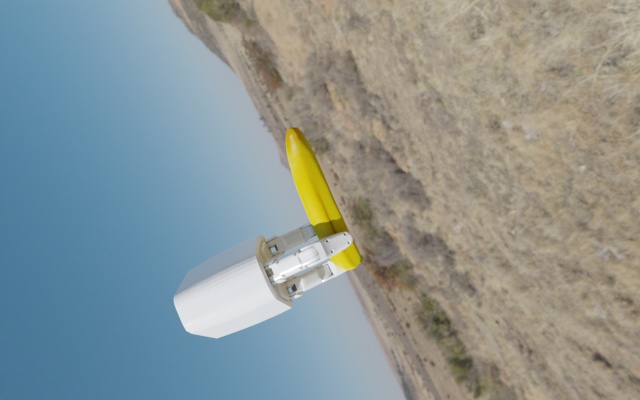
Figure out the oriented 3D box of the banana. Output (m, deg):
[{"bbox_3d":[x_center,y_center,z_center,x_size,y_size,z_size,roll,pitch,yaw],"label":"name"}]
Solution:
[{"bbox_3d":[0.003,0.011,0.557,0.037,0.198,0.069,-24,20,3],"label":"banana"}]
